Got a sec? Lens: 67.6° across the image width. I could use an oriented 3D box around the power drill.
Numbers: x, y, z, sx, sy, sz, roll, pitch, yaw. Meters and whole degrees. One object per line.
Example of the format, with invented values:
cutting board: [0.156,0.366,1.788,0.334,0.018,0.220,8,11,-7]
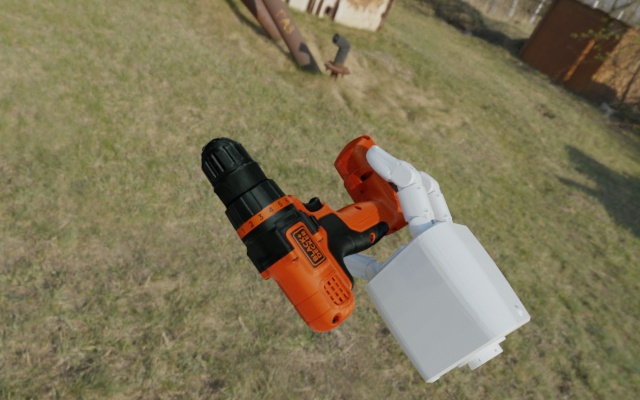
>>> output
power drill: [0.001,0.001,0.446,0.187,0.184,0.057,-33,-2,-45]
